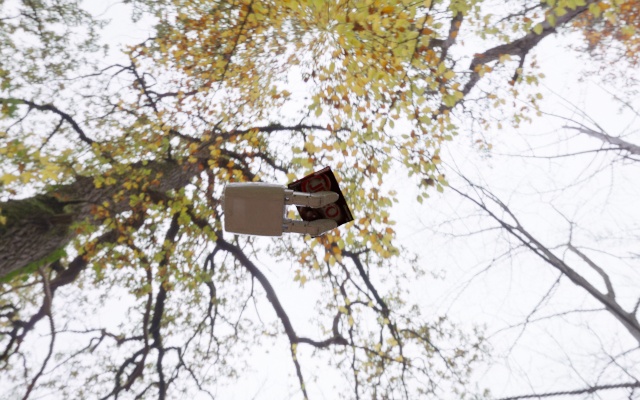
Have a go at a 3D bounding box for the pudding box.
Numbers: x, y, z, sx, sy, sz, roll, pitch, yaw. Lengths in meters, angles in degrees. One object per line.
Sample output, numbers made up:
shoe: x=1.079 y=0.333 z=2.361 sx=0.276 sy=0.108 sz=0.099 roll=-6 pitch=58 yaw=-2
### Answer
pudding box: x=0.000 y=0.003 z=0.896 sx=0.090 sy=0.113 sz=0.039 roll=-24 pitch=21 yaw=3
